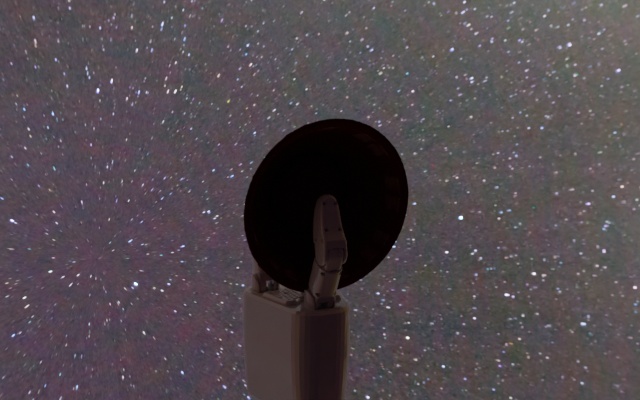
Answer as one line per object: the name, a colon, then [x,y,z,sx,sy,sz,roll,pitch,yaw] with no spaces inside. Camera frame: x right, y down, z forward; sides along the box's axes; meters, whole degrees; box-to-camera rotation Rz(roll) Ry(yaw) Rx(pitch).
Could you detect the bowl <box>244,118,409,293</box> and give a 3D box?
bowl: [0.000,0.000,0.446,0.162,0.162,0.055,0,16,-26]
